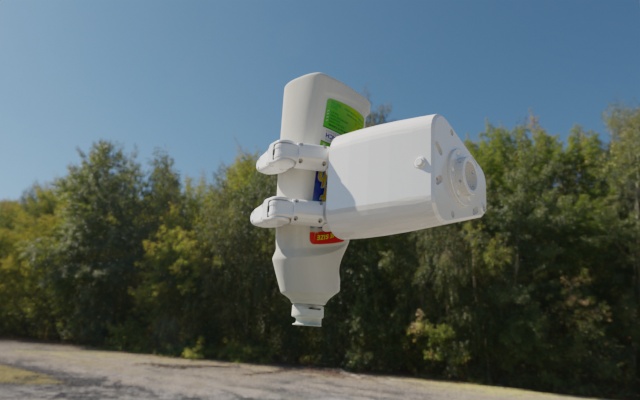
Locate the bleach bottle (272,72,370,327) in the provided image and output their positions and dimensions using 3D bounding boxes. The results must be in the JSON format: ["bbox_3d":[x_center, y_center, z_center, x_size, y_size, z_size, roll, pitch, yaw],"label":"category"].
[{"bbox_3d":[0.000,0.002,0.497,0.068,0.250,0.102,-10,-20,40],"label":"bleach bottle"}]
